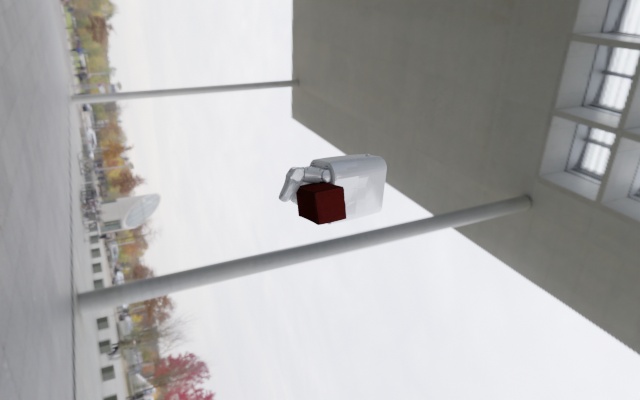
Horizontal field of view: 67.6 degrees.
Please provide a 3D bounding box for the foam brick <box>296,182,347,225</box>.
[{"bbox_3d":[0.000,0.003,0.752,0.051,0.053,0.078,-10,14,-23],"label":"foam brick"}]
